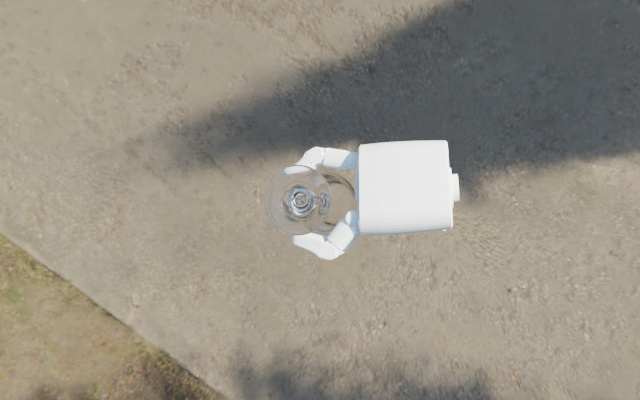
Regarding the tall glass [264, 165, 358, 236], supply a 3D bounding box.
[{"bbox_3d":[0.000,0.002,0.595,0.079,0.079,0.201,0,-1,14],"label":"tall glass"}]
